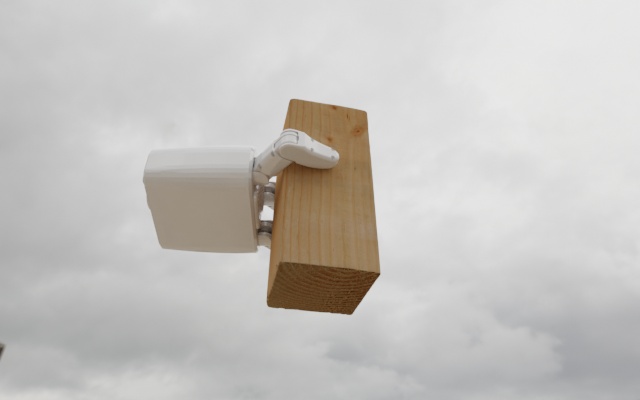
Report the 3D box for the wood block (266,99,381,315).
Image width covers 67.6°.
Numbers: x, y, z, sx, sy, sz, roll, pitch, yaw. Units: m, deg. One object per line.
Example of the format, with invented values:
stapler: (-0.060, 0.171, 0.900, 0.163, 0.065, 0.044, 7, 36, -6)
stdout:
wood block: (0.000, 0.001, 0.496, 0.090, 0.206, 0.091, 8, -38, -10)
